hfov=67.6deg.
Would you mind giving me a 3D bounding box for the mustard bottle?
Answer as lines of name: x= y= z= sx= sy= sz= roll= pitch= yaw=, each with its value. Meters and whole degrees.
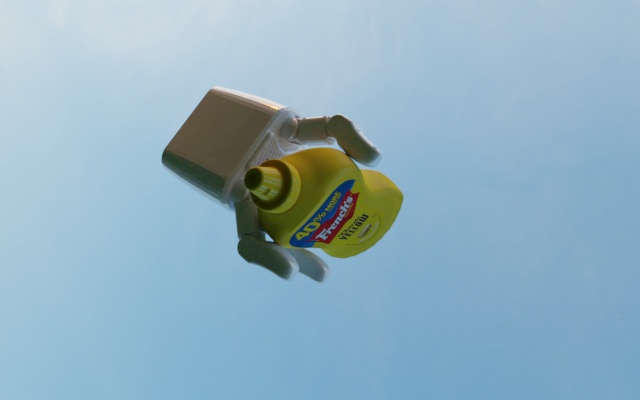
mustard bottle: x=0.000 y=0.002 z=0.422 sx=0.058 sy=0.096 sz=0.192 roll=52 pitch=17 yaw=29
